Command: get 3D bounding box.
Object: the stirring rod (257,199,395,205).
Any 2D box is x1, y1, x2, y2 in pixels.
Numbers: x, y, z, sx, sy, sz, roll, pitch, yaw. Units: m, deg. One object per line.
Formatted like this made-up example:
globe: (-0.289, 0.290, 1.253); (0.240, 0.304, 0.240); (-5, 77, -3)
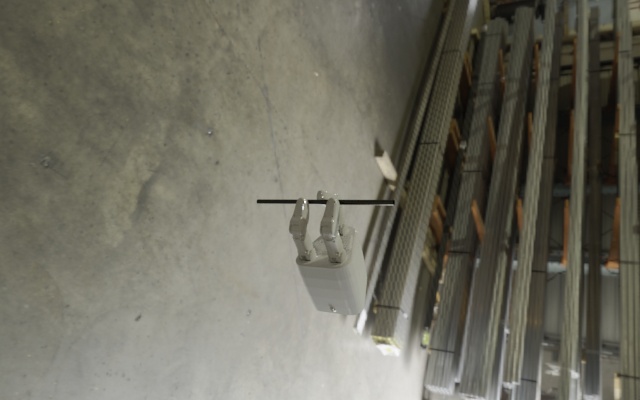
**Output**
stirring rod: (0.000, 0.002, 0.742); (0.239, 0.011, 0.011); (0, 0, 29)
